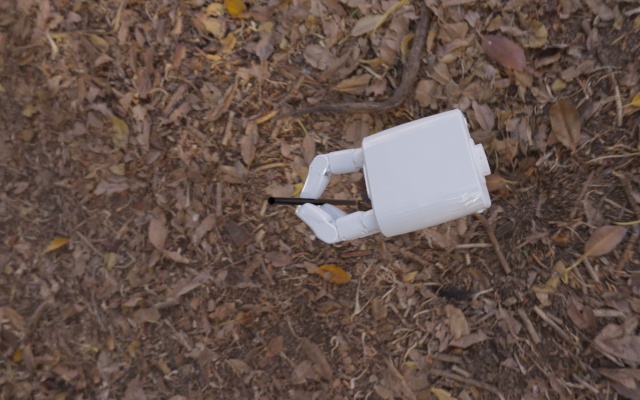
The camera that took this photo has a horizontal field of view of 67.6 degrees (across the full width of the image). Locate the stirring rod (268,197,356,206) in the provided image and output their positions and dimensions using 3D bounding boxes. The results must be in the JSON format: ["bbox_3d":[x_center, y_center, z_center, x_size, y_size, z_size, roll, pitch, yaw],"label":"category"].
[{"bbox_3d":[0.000,0.002,0.567,0.011,0.011,0.239,0,-1,23],"label":"stirring rod"}]
